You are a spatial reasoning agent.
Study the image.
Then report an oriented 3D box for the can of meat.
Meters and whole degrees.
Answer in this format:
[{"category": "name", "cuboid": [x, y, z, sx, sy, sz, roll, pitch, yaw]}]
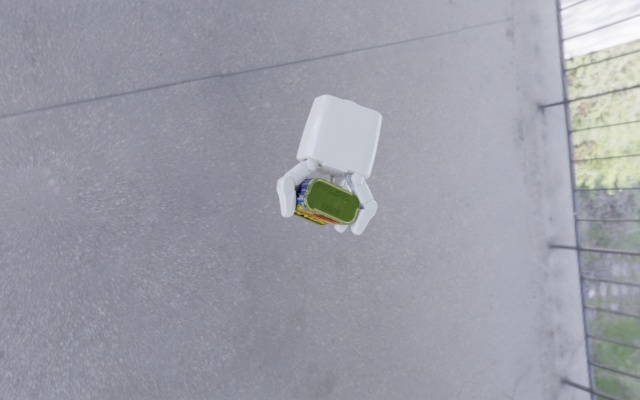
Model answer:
[{"category": "can of meat", "cuboid": [0.000, 0.002, 0.753, 0.102, 0.057, 0.084, 24, -13, -28]}]
